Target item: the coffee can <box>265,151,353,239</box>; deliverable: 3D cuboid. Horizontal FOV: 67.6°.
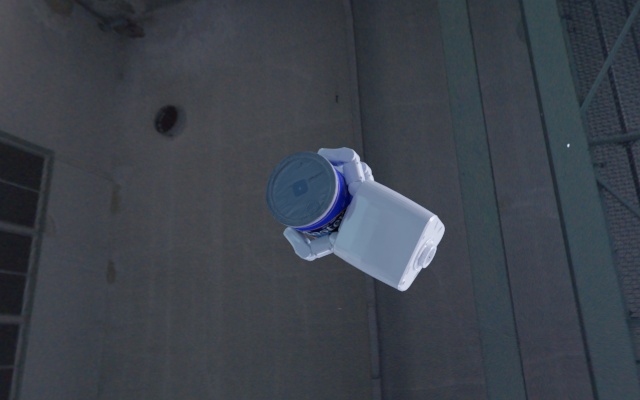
[{"bbox_3d":[0.000,0.002,0.680,0.103,0.102,0.140,0,-15,24],"label":"coffee can"}]
